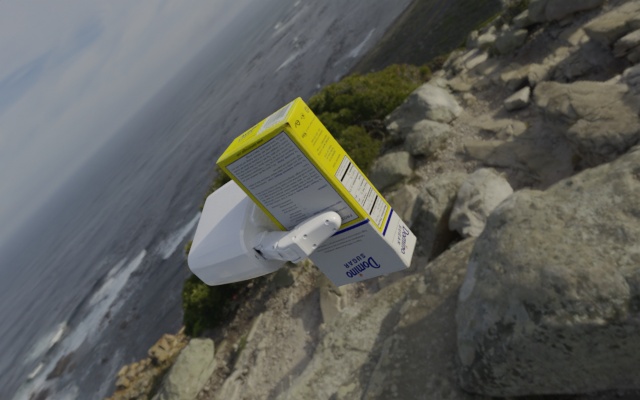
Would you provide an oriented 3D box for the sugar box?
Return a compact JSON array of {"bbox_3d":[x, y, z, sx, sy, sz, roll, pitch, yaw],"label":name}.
[{"bbox_3d":[0.000,0.001,0.438,0.093,0.048,0.176,-23,-59,39],"label":"sugar box"}]
